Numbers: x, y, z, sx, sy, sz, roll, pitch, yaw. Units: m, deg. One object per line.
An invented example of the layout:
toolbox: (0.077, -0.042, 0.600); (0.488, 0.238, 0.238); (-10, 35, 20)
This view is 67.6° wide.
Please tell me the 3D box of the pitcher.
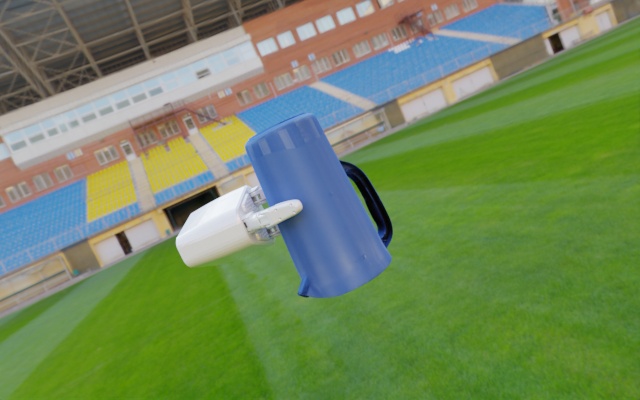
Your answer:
pitcher: (0.000, 0.002, 0.677); (0.145, 0.243, 0.149); (-24, 6, 14)
